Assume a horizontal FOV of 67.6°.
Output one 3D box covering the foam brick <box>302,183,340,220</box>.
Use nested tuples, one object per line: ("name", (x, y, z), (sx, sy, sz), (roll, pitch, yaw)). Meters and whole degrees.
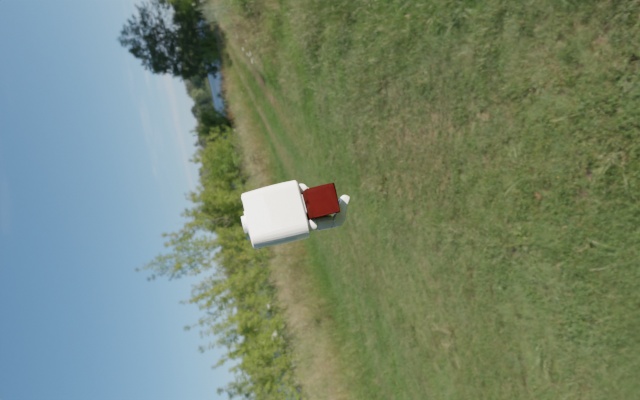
("foam brick", (0.000, 0.003, 0.844), (0.051, 0.053, 0.078), (-12, -3, -8))
